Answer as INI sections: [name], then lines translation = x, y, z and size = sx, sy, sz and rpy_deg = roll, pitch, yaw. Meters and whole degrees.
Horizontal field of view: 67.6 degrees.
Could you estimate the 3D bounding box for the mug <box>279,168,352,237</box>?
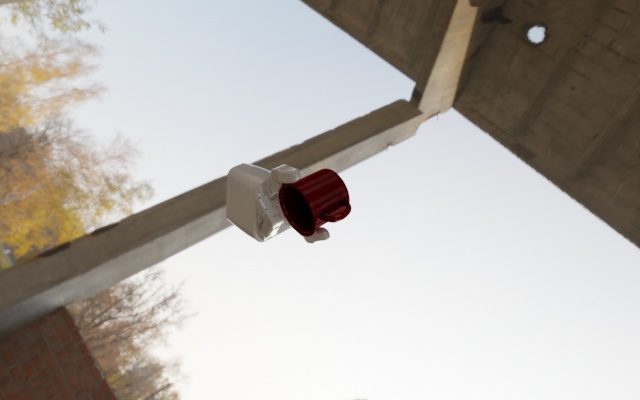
[mug]
translation = 0.001, 0.003, 0.755
size = 0.081, 0.093, 0.117
rpy_deg = -28, 34, -31
